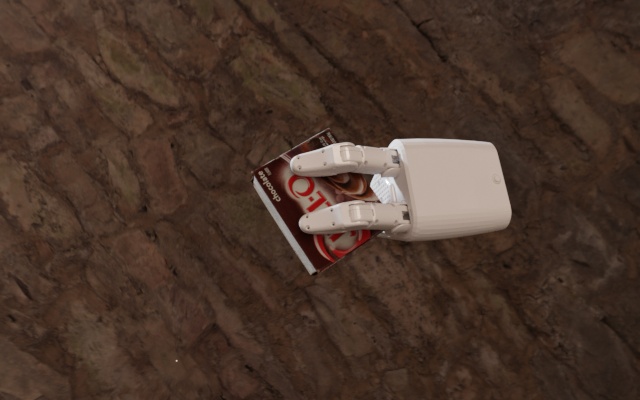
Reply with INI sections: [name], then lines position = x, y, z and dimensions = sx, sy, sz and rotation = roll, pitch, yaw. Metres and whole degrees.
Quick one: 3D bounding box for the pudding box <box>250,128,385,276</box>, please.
[pudding box]
position = 0.000, 0.002, 0.455
dimensions = 0.090, 0.113, 0.039
rotation = -32, -8, -20
